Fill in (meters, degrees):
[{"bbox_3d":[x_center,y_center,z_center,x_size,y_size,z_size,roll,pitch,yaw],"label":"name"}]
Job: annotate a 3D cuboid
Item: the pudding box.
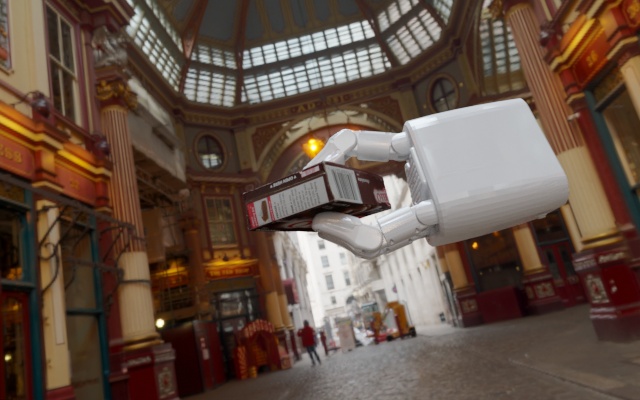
[{"bbox_3d":[0.000,0.001,0.435,0.090,0.039,0.113,-21,-16,29],"label":"pudding box"}]
